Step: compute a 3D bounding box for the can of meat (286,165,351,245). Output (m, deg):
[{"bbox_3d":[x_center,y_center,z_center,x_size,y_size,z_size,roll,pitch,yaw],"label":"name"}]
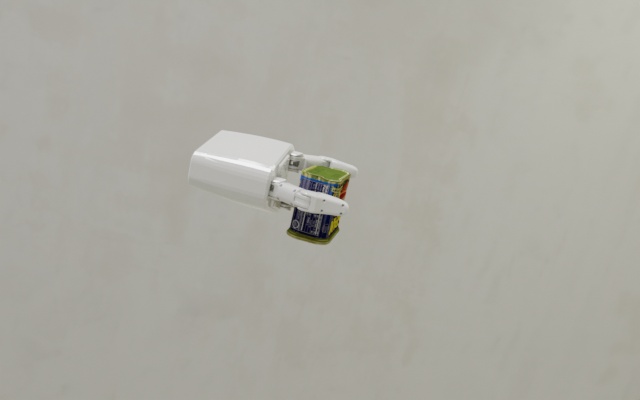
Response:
[{"bbox_3d":[0.000,0.002,0.625,0.057,0.084,0.102,15,13,10],"label":"can of meat"}]
